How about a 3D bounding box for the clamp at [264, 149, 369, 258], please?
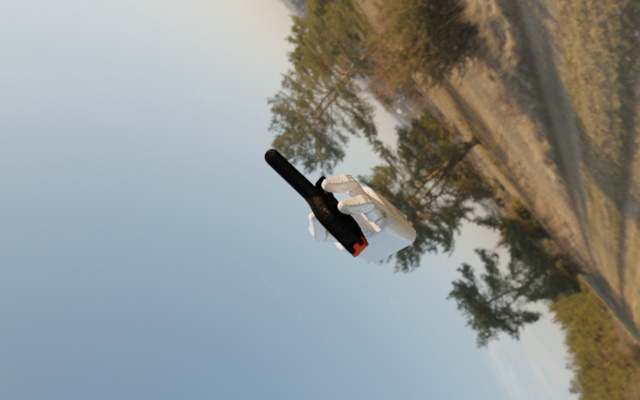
[{"bbox_3d":[0.000,0.003,0.752,0.164,0.036,0.210,27,21,-47],"label":"clamp"}]
